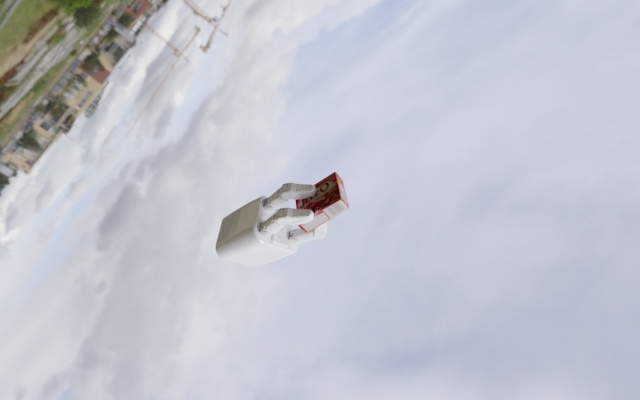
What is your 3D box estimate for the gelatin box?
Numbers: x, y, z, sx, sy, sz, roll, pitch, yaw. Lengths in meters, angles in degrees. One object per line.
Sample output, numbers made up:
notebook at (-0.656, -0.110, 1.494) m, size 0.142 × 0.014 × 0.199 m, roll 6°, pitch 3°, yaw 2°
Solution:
gelatin box at (0.001, 0.003, 0.803) m, size 0.089 × 0.073 × 0.030 m, roll -31°, pitch -52°, yaw 18°
